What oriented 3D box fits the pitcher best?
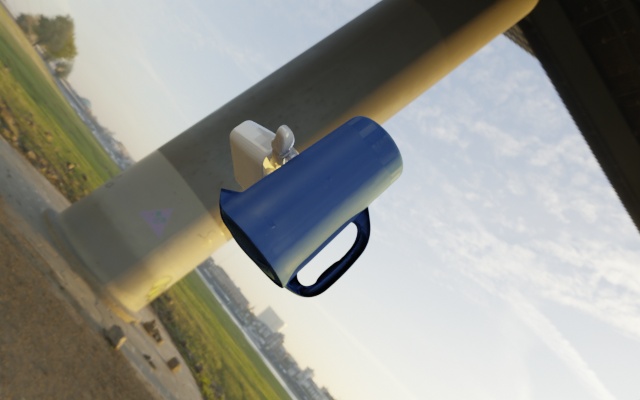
[{"bbox_3d":[0.000,0.002,0.647,0.243,0.149,0.145,-39,46,-16],"label":"pitcher"}]
